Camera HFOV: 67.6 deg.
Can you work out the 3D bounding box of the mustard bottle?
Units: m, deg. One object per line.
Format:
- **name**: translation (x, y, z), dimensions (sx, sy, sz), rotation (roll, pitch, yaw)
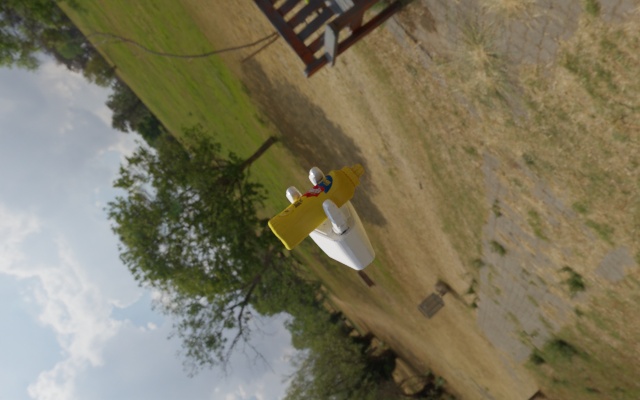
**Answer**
- **mustard bottle**: translation (0.000, 0.003, 0.835), dimensions (0.191, 0.058, 0.096), rotation (-39, 16, -5)
